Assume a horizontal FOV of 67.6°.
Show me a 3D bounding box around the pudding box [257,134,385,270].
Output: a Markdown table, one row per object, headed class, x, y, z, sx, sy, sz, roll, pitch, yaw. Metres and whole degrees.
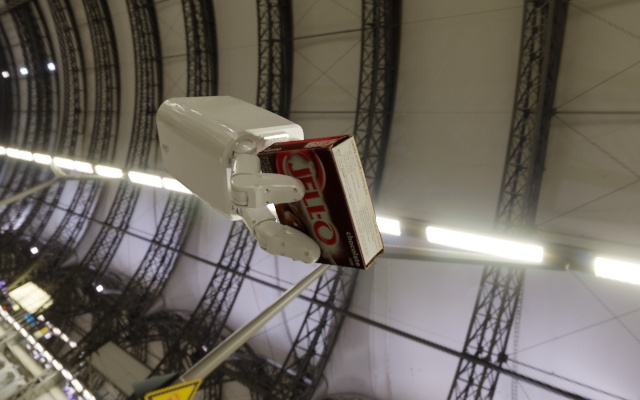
| class | x | y | z | sx | sy | sz | roll | pitch | yaw |
| --- | --- | --- | --- | --- | --- | --- | --- | --- | --- |
| pudding box | 0.000 | 0.001 | 0.422 | 0.090 | 0.113 | 0.039 | 1 | 28 | 44 |
